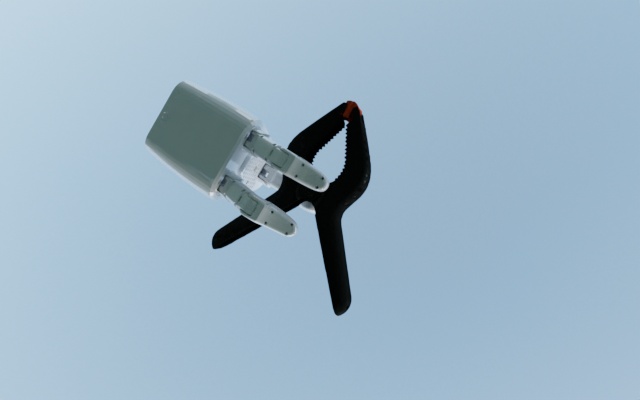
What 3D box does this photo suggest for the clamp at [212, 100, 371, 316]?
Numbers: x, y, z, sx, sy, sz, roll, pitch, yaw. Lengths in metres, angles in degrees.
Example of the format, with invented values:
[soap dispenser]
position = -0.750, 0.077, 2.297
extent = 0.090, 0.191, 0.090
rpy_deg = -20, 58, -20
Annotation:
[clamp]
position = 0.000, 0.001, 0.494
extent = 0.164, 0.210, 0.036
rpy_deg = 32, 3, 14
